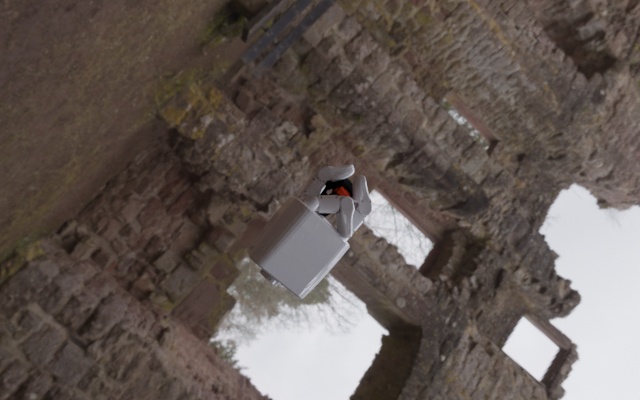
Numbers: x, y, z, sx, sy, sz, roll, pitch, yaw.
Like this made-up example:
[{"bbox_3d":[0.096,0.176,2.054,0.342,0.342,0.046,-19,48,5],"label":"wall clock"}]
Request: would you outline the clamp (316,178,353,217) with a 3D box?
[{"bbox_3d":[0.001,0.003,0.772,0.039,0.120,0.171,42,-6,-10],"label":"clamp"}]
